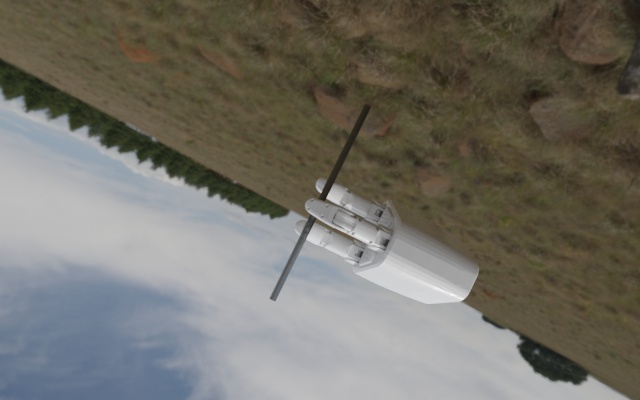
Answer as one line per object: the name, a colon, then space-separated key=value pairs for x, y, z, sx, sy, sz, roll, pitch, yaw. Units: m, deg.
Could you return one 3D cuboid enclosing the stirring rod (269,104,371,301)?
stirring rod: x=0.000 y=0.002 z=0.531 sx=0.011 sy=0.239 sz=0.011 roll=26 pitch=-2 yaw=1
